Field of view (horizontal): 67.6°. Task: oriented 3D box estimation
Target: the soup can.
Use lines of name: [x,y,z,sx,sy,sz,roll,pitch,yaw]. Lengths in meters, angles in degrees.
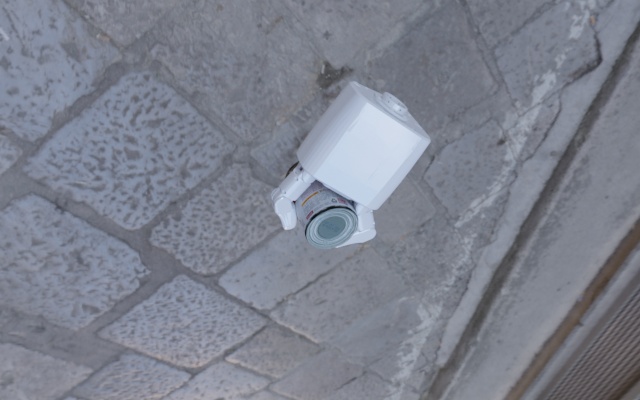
soup can: [0.000,0.002,0.594,0.068,0.068,0.102,0,39,-22]
